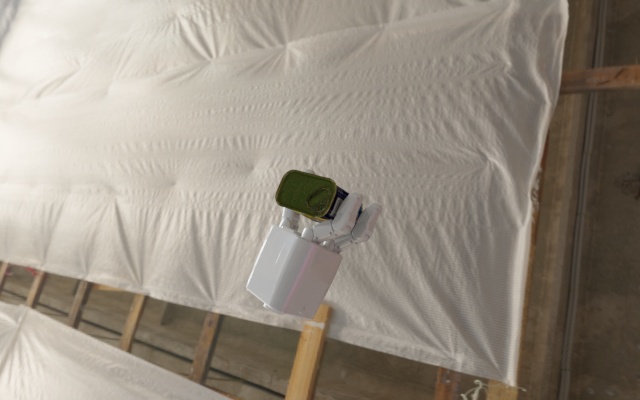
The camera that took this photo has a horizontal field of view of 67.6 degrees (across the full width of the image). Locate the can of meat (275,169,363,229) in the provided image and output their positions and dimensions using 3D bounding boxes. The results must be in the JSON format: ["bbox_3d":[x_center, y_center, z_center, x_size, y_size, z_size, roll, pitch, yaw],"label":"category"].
[{"bbox_3d":[0.000,0.002,0.693,0.102,0.057,0.084,16,-10,39],"label":"can of meat"}]
